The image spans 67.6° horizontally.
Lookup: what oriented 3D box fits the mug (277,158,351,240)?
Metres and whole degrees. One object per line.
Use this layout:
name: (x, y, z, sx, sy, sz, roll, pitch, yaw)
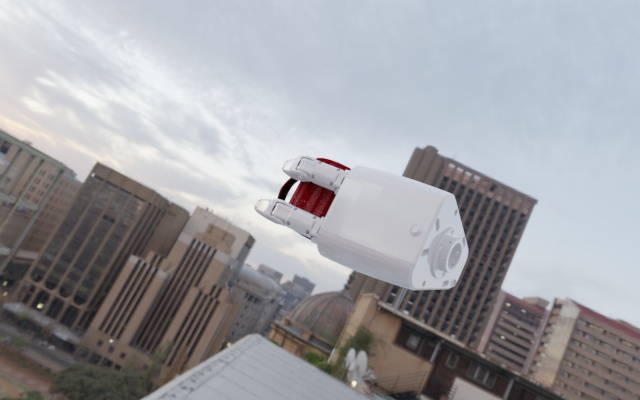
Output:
mug: (-0.001, 0.001, 0.551, 0.117, 0.081, 0.093, 20, -13, 38)
